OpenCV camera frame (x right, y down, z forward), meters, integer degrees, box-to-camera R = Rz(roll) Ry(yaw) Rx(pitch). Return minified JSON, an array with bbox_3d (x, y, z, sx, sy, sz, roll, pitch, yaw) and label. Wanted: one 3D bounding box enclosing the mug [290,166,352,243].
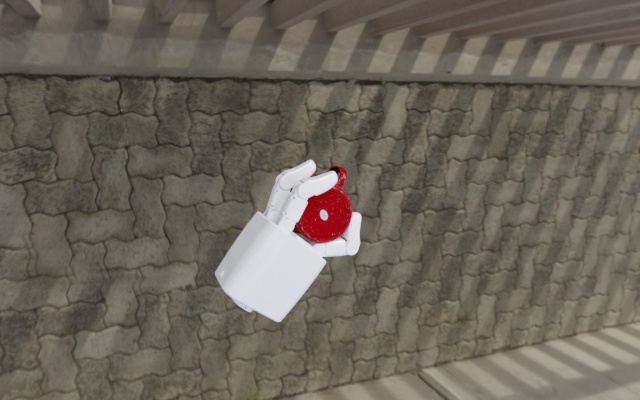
[{"bbox_3d":[0.001,0.001,0.677,0.093,0.117,0.081,38,-5,-24],"label":"mug"}]
